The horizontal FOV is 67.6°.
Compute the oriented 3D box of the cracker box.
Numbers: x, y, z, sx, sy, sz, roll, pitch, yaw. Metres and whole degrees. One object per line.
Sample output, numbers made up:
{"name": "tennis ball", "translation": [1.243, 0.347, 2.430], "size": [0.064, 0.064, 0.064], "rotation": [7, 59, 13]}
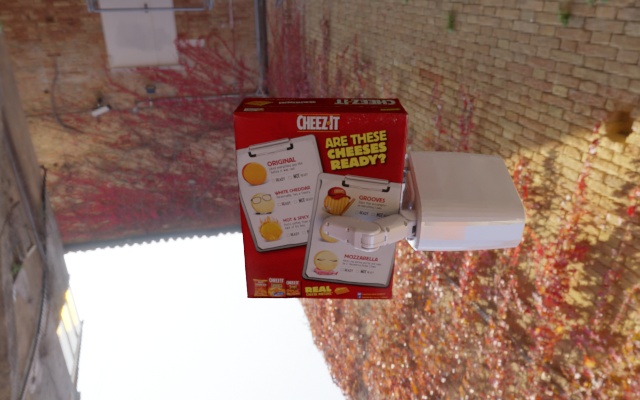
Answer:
{"name": "cracker box", "translation": [0.000, 0.002, 0.509], "size": [0.164, 0.214, 0.072], "rotation": [0, 26, 0]}
